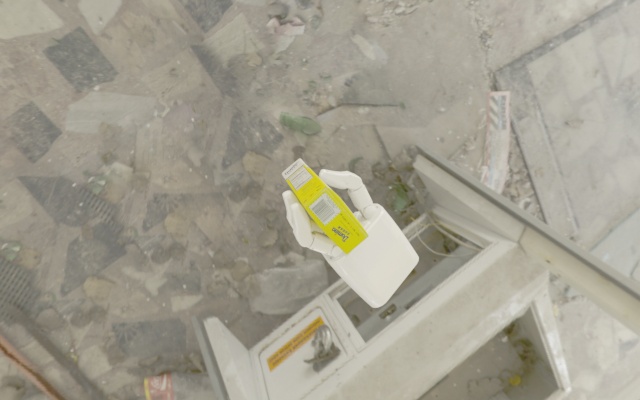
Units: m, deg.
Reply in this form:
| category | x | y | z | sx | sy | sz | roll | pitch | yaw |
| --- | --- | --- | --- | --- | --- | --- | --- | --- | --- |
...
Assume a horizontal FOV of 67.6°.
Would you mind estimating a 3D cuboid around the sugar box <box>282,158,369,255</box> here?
| category | x | y | z | sx | sy | sz | roll | pitch | yaw |
| --- | --- | --- | --- | --- | --- | --- | --- | --- | --- |
| sugar box | 0.000 | 0.003 | 0.682 | 0.048 | 0.093 | 0.176 | -41 | 21 | -2 |
